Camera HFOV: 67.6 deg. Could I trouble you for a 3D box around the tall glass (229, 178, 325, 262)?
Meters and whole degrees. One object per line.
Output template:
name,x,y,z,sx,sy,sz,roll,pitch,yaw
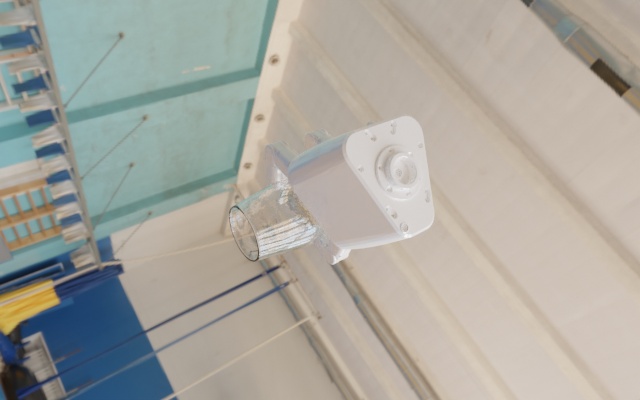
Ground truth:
tall glass,0.001,0.002,0.540,0.201,0.079,0.079,-23,12,-30
